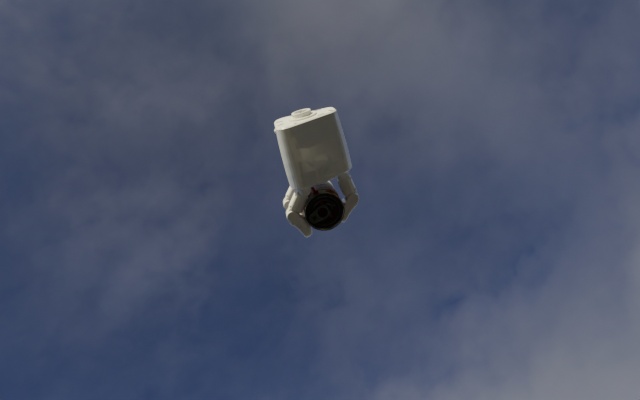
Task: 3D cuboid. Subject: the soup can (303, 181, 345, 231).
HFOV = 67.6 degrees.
[{"bbox_3d":[0.000,0.003,0.842,0.068,0.068,0.102,0,19,-9],"label":"soup can"}]
